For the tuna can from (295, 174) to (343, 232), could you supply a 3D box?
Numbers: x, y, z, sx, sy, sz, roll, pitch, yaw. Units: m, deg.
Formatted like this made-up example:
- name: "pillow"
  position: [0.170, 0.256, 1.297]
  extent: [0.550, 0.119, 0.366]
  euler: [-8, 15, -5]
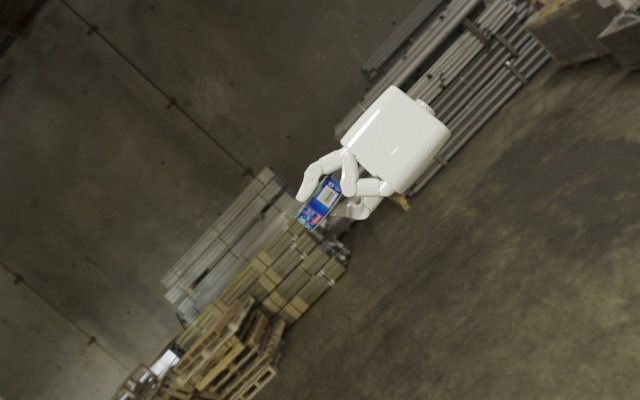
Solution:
- name: "tuna can"
  position: [0.000, 0.002, 0.706]
  extent: [0.034, 0.086, 0.086]
  euler: [37, -3, -4]
